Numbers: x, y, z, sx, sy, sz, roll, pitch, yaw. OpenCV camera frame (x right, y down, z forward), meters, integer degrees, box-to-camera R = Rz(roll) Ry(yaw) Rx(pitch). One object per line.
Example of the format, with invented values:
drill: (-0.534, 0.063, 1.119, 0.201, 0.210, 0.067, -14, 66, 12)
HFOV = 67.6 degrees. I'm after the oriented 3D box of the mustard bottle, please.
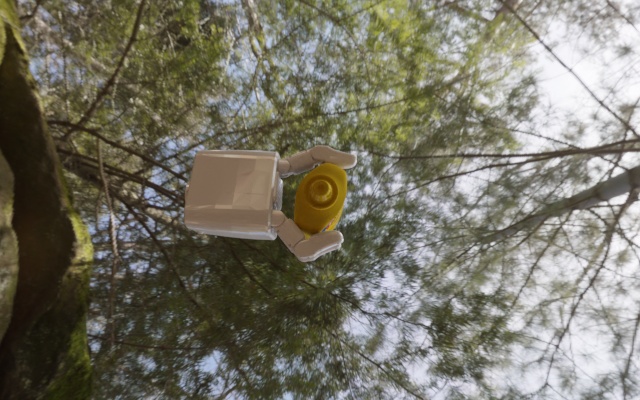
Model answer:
mustard bottle: (0.000, 0.002, 0.619, 0.058, 0.096, 0.192, 27, -9, 5)
